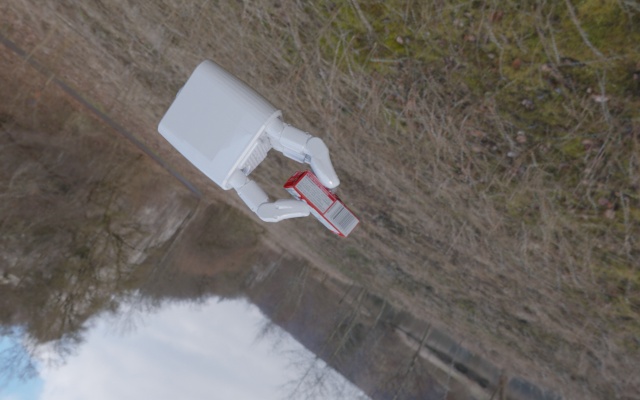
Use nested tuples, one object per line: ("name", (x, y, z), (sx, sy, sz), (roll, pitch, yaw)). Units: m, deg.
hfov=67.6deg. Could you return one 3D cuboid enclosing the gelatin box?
("gelatin box", (0.000, 0.002, 0.572), (0.089, 0.030, 0.073), (44, -7, -9))
